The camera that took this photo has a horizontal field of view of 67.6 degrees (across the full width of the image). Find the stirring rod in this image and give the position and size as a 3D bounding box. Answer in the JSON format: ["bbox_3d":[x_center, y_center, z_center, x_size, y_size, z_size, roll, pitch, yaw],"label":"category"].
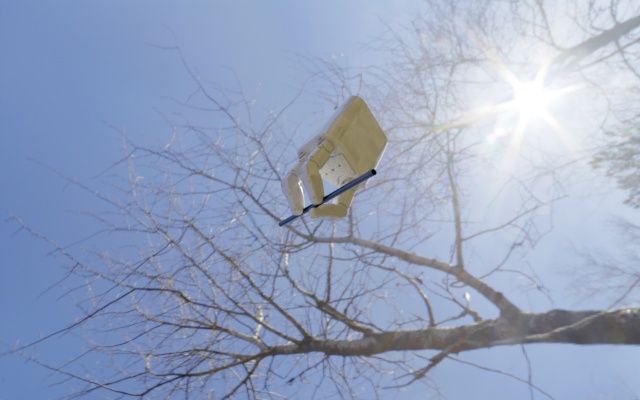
[{"bbox_3d":[0.000,0.002,0.663,0.011,0.011,0.239,0,-17,-34],"label":"stirring rod"}]
